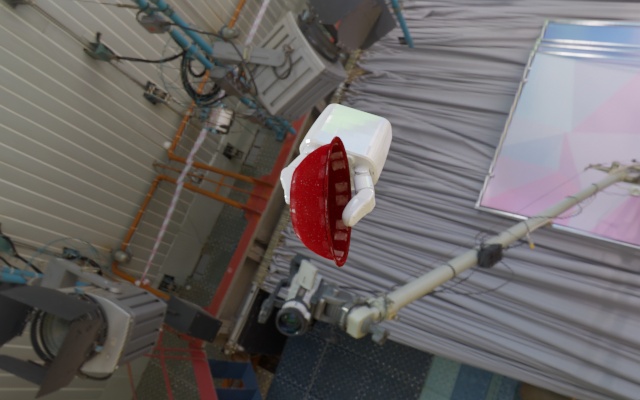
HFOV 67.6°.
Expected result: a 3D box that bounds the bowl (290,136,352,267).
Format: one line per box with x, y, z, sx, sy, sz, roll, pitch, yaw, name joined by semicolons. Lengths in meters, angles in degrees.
-0.001;0.003;0.596;0.055;0.162;0.162;-2;0;13;bowl
